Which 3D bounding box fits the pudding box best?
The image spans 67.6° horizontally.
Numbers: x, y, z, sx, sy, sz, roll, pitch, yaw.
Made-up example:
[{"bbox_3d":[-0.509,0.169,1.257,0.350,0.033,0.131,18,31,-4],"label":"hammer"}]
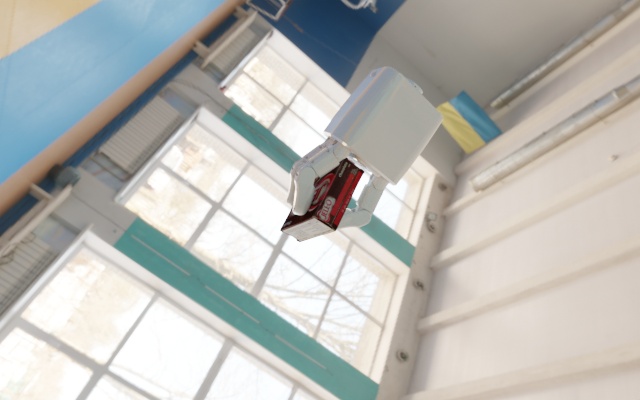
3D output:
[{"bbox_3d":[0.000,0.002,0.610,0.039,0.090,0.113,34,-24,-13],"label":"pudding box"}]
